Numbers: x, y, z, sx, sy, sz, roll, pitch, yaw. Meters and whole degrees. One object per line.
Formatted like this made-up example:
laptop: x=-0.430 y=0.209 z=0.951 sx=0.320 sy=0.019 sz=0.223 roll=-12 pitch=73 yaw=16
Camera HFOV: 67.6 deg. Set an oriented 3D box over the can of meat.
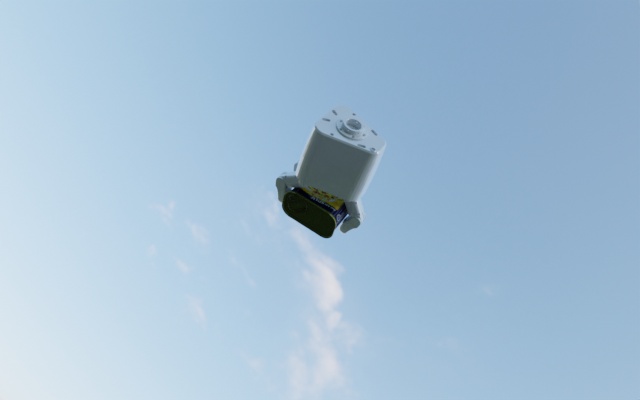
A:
can of meat: x=0.000 y=0.003 z=0.813 sx=0.102 sy=0.057 sz=0.084 roll=31 pitch=46 yaw=12
